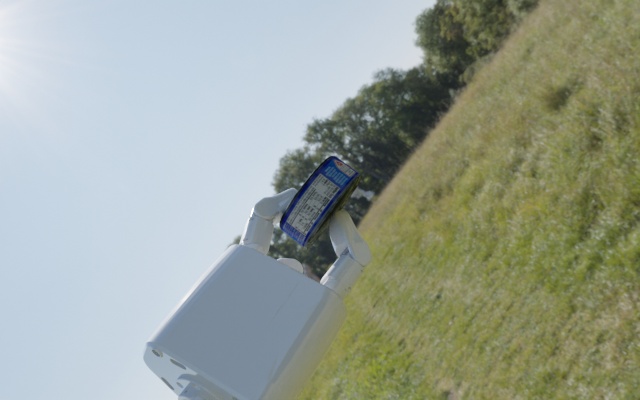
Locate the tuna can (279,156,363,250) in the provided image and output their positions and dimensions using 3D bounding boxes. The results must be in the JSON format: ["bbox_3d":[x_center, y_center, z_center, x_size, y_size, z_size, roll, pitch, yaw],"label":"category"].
[{"bbox_3d":[0.000,0.001,0.439,0.034,0.086,0.086,37,5,7],"label":"tuna can"}]
